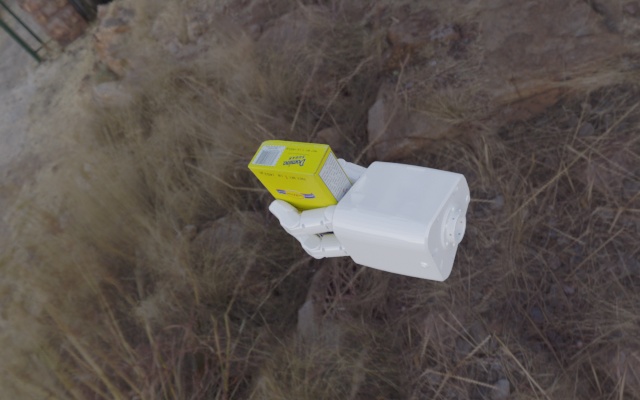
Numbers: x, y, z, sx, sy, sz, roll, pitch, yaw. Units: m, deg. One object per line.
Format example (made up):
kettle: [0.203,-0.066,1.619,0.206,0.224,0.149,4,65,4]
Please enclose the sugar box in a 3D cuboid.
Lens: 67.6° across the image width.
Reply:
sugar box: [0.000,0.002,0.565,0.093,0.048,0.176,10,-31,35]
